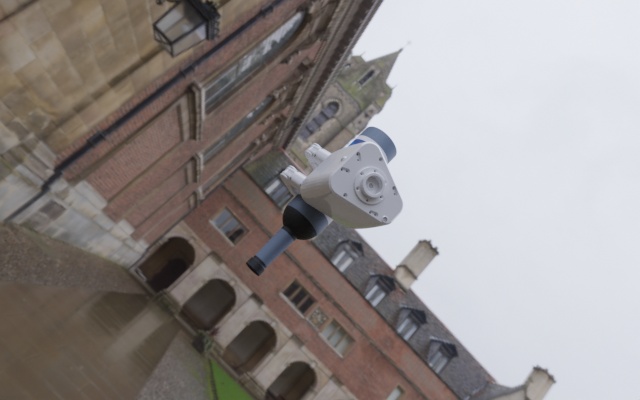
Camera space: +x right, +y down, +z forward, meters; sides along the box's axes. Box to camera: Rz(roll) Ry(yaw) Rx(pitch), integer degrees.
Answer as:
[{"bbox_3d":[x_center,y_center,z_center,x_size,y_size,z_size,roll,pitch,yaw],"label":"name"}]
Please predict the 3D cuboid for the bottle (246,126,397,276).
[{"bbox_3d":[0.000,0.002,0.740,0.295,0.069,0.069,-45,17,-18],"label":"bottle"}]
